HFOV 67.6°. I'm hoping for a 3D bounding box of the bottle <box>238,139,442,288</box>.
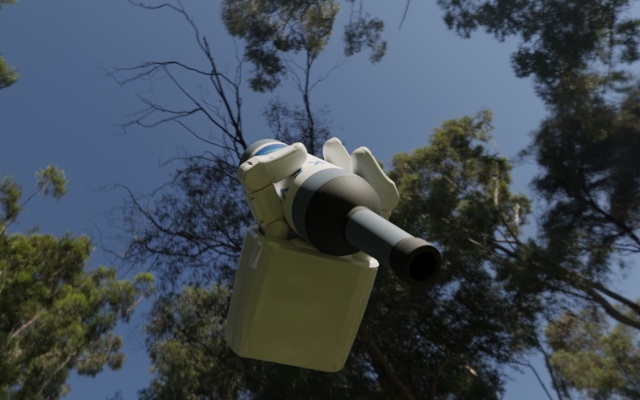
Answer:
[{"bbox_3d":[0.000,0.001,0.406,0.069,0.069,0.295,0,15,-25],"label":"bottle"}]
